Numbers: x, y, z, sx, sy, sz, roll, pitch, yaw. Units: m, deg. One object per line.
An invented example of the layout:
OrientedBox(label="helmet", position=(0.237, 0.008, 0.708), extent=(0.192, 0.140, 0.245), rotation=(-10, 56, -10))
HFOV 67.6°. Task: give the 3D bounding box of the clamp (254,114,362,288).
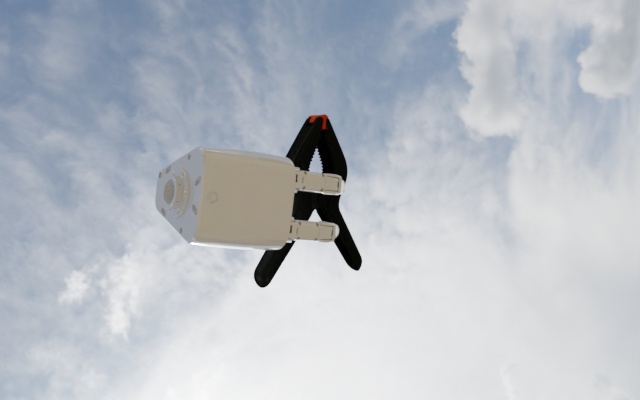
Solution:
OrientedBox(label="clamp", position=(-0.001, 0.001, 0.594), extent=(0.164, 0.210, 0.036), rotation=(6, 1, -42))
